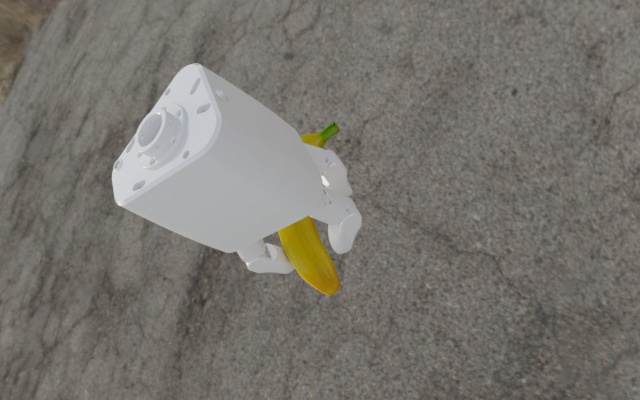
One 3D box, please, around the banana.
[{"bbox_3d":[-0.016,0.003,0.483,0.069,0.197,0.037,-16,-33,27],"label":"banana"}]
